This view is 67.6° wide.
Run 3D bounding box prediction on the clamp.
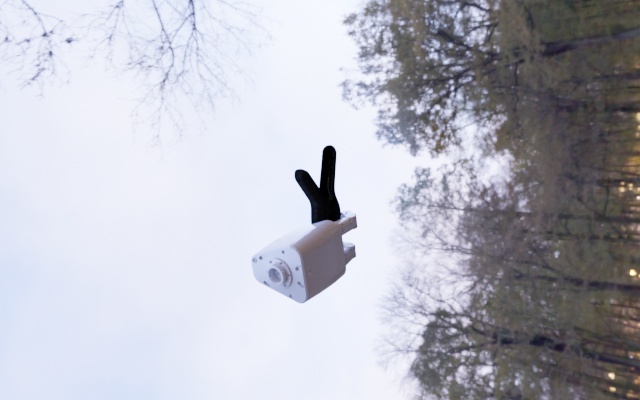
[{"bbox_3d":[0.000,0.003,0.790,0.039,0.171,0.120,3,18,34],"label":"clamp"}]
